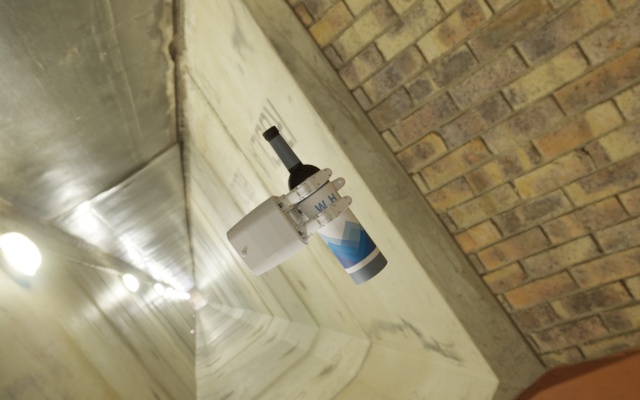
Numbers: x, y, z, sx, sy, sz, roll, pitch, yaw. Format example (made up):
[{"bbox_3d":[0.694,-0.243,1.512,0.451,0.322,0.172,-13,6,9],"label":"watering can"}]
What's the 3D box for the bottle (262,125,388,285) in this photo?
[{"bbox_3d":[0.000,0.003,0.795,0.069,0.296,0.069,-36,3,2],"label":"bottle"}]
